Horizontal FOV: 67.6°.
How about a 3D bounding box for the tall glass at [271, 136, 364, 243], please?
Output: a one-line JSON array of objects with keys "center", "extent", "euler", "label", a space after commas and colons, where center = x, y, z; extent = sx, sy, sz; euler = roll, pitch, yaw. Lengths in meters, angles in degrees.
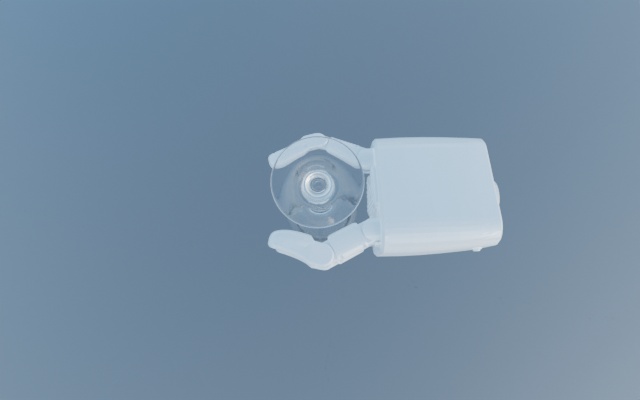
[{"center": [0.000, 0.001, 0.473], "extent": [0.079, 0.079, 0.201], "euler": [0, -10, 1], "label": "tall glass"}]
